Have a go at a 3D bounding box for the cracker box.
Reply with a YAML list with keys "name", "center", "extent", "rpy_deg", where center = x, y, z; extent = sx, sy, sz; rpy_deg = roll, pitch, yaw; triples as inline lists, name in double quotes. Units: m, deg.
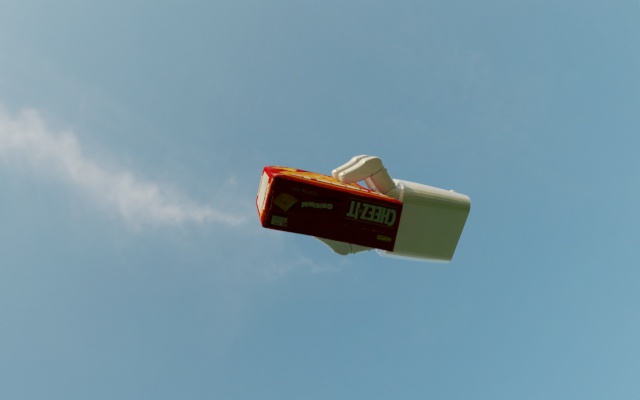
- name: "cracker box"
  center: [0.000, 0.002, 0.659]
  extent: [0.164, 0.072, 0.213]
  rpy_deg: [11, 5, -11]
